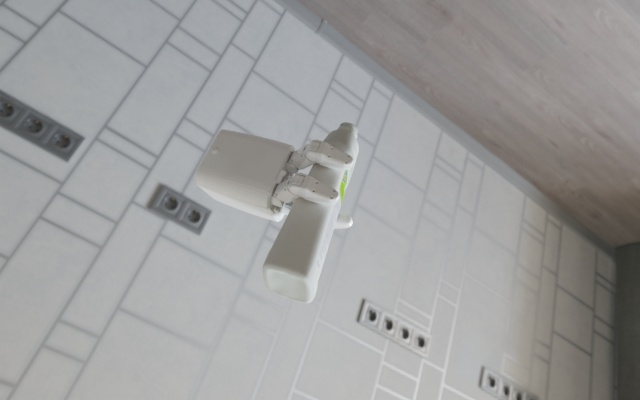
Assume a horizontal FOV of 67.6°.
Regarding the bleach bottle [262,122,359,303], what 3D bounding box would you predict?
[{"bbox_3d":[0.000,0.002,0.639,0.068,0.250,0.103,17,-29,8],"label":"bleach bottle"}]
